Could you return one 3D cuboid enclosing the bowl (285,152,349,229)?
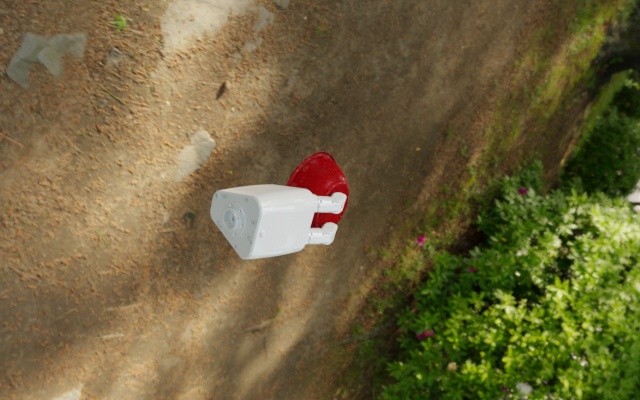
[{"bbox_3d":[0.001,0.002,0.804,0.055,0.162,0.162,26,13,28],"label":"bowl"}]
